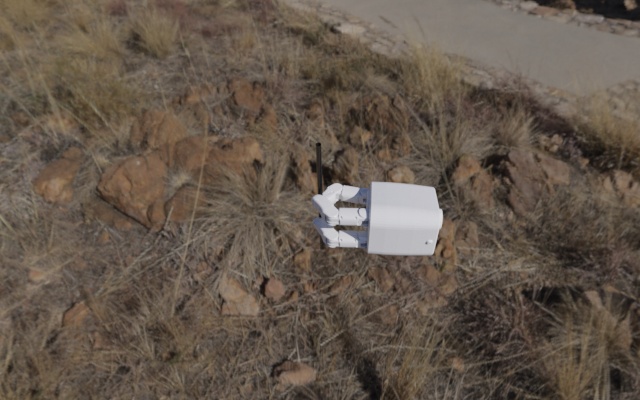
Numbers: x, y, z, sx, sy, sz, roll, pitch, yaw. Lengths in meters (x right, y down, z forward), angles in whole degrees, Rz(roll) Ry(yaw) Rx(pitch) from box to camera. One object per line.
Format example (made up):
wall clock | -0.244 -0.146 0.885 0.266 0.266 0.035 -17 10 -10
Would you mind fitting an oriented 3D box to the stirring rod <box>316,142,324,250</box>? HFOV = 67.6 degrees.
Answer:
stirring rod | 0.000 0.003 0.768 0.011 0.011 0.240 0 -43 2
